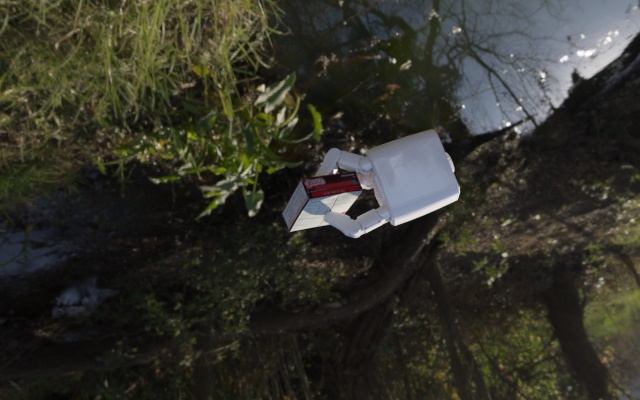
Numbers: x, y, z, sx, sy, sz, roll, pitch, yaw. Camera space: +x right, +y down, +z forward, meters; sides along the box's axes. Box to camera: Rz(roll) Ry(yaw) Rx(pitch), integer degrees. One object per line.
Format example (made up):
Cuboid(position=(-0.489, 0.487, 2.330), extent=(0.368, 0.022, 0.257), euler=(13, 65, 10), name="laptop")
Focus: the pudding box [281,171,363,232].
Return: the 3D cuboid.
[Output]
Cuboid(position=(0.000, 0.002, 0.716), extent=(0.090, 0.039, 0.113), euler=(-8, -27, -25), name="pudding box")
